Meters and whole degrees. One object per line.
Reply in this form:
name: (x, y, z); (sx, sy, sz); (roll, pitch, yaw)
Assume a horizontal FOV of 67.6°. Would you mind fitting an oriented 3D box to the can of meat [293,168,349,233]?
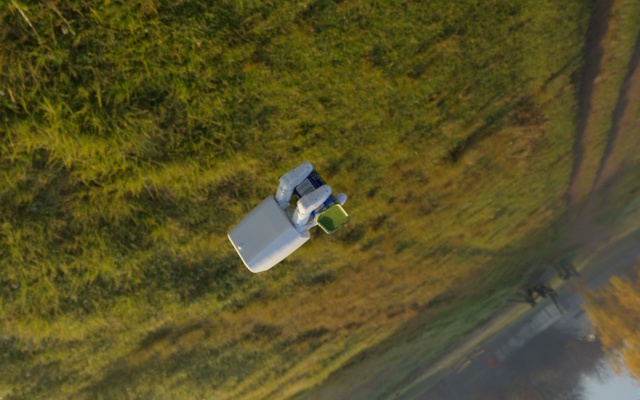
can of meat: (0.000, 0.003, 0.839); (0.057, 0.084, 0.102); (-38, -26, 2)
